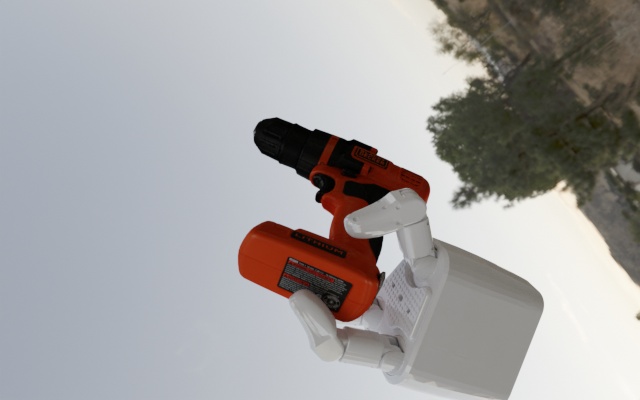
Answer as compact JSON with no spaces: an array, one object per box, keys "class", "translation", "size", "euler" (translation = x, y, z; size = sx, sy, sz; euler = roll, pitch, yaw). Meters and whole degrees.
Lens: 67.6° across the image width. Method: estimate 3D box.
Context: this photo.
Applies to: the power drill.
[{"class":"power drill","translation":[0.000,0.002,0.417],"size":[0.184,0.057,0.187],"euler":[22,39,4]}]
